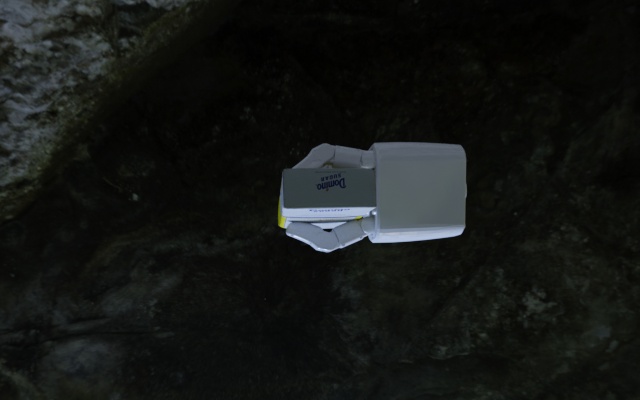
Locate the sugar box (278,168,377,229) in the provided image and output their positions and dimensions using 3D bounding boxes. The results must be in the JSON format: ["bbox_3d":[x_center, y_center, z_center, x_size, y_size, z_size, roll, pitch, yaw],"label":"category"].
[{"bbox_3d":[0.000,0.001,0.541,0.093,0.048,0.176,0,-12,-7],"label":"sugar box"}]
